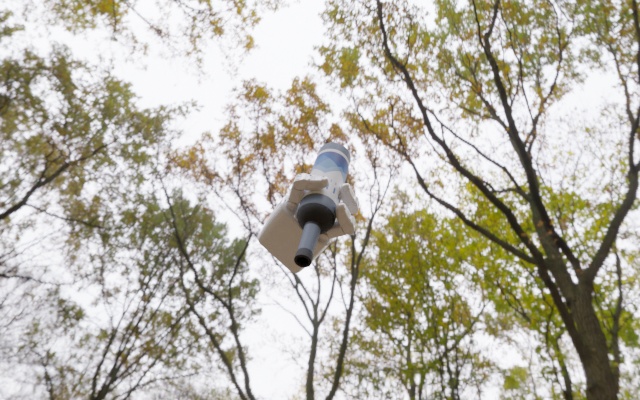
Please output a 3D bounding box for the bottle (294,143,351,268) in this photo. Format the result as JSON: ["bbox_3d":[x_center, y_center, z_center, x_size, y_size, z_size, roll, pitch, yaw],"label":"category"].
[{"bbox_3d":[0.000,0.003,0.835,0.069,0.069,0.295,0,38,14],"label":"bottle"}]
